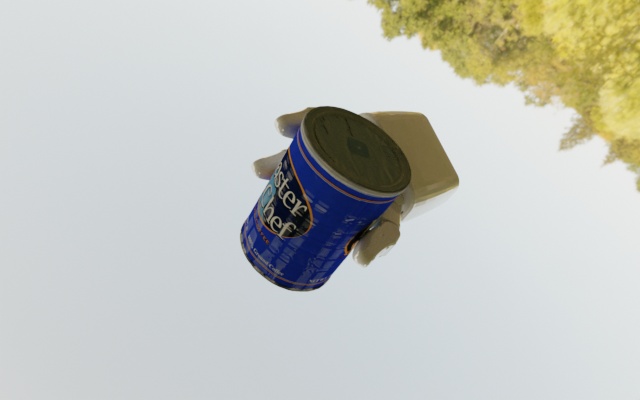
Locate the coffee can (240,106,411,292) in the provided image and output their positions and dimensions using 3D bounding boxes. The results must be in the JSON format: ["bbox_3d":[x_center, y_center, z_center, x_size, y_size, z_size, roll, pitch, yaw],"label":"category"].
[{"bbox_3d":[0.000,0.001,0.433,0.103,0.102,0.140,0,-41,-38],"label":"coffee can"}]
